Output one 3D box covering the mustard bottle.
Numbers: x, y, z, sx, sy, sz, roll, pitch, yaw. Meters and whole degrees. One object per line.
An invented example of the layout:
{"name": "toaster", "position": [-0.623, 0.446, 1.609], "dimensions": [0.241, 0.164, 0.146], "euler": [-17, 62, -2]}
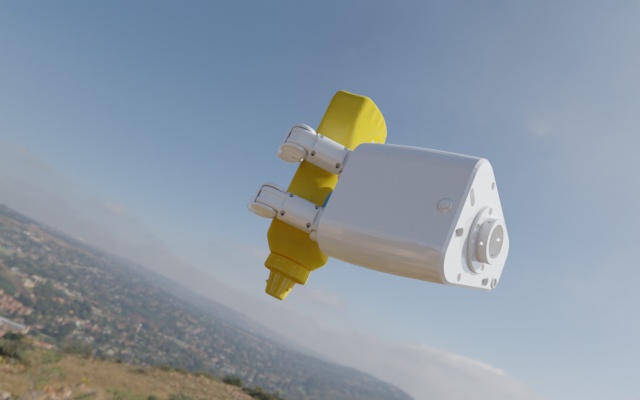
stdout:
{"name": "mustard bottle", "position": [0.000, 0.001, 0.443], "dimensions": [0.058, 0.191, 0.096], "euler": [21, -16, 18]}
